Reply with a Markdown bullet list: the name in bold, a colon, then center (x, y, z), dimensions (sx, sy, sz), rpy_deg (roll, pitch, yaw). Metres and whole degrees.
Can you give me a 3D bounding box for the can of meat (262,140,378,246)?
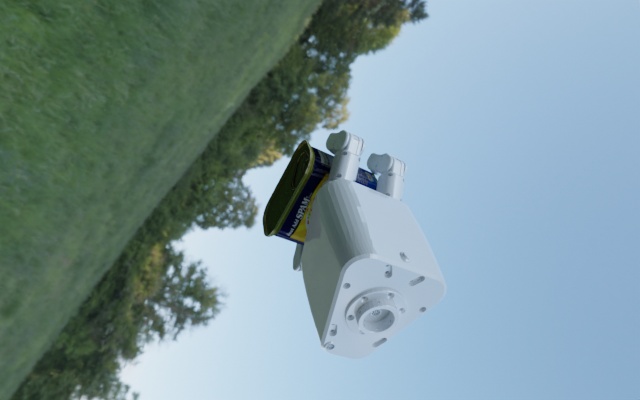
- **can of meat**: center (0.000, 0.002, 0.492), dimensions (0.084, 0.102, 0.057), rpy_deg (21, 23, -22)
